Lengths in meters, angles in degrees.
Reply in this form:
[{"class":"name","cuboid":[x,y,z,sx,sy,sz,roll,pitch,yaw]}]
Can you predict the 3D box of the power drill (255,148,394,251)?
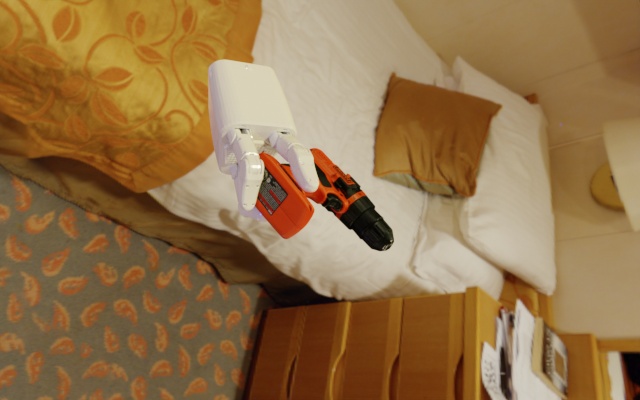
[{"class":"power drill","cuboid":[0.000,0.002,0.614,0.184,0.057,0.187,47,22,20]}]
